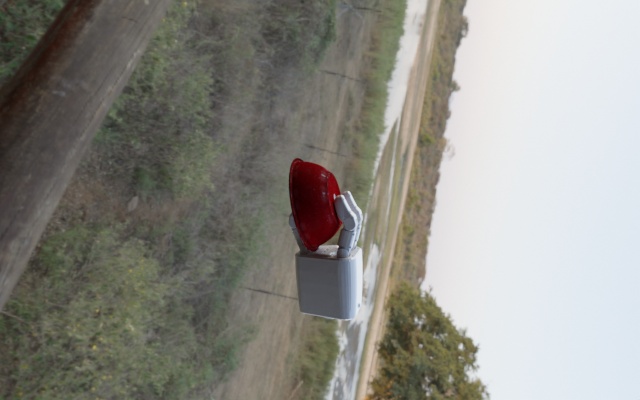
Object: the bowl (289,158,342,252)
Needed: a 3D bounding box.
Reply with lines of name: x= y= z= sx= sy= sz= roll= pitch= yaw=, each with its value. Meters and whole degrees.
bowl: x=0.000 y=0.001 z=0.800 sx=0.055 sy=0.162 sz=0.162 roll=-11 pitch=-3 yaw=15
